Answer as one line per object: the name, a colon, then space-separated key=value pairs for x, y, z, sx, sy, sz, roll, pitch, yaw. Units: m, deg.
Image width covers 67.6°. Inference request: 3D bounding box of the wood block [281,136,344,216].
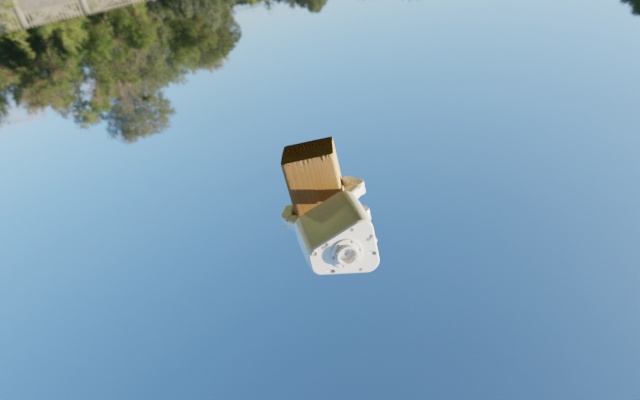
wood block: x=0.000 y=0.003 z=0.856 sx=0.091 sy=0.206 sz=0.090 roll=-11 pitch=26 yaw=6
